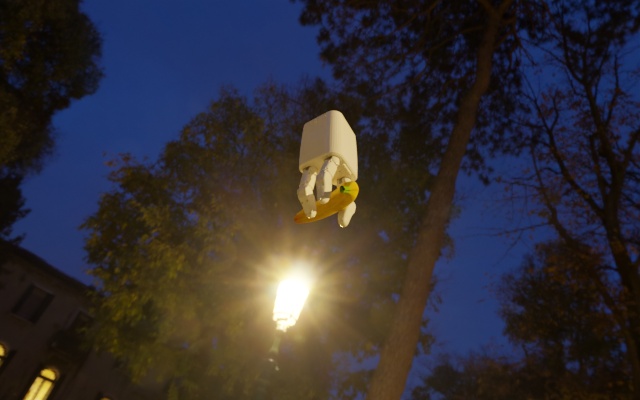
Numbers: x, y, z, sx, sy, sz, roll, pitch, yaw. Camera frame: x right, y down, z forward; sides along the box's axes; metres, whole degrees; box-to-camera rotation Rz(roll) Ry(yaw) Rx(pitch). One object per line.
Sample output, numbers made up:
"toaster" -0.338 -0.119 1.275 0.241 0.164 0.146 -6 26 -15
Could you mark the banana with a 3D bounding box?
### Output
"banana" 0.018 0.002 0.903 0.069 0.037 0.198 0 -20 -29
